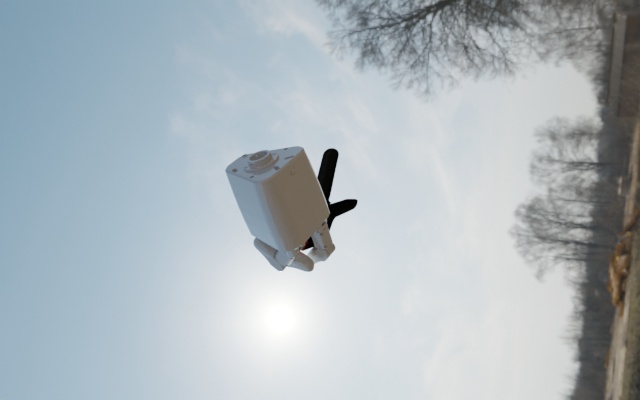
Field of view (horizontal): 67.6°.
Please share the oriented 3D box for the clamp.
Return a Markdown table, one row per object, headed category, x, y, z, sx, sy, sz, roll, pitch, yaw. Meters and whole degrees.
| category | x | y | z | sx | sy | sz | roll | pitch | yaw |
| --- | --- | --- | --- | --- | --- | --- | --- | --- | --- |
| clamp | 0.000 | 0.003 | 0.733 | 0.039 | 0.120 | 0.171 | -3 | 32 | 36 |
